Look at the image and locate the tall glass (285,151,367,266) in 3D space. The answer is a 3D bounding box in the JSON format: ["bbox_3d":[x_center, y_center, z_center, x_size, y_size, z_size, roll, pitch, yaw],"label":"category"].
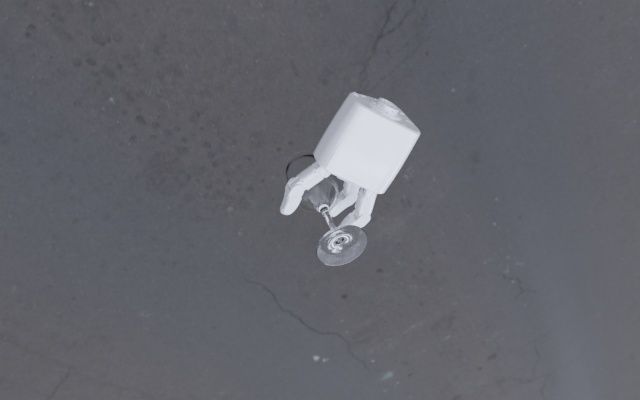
[{"bbox_3d":[0.000,0.003,0.727,0.079,0.079,0.201,0,37,-22],"label":"tall glass"}]
